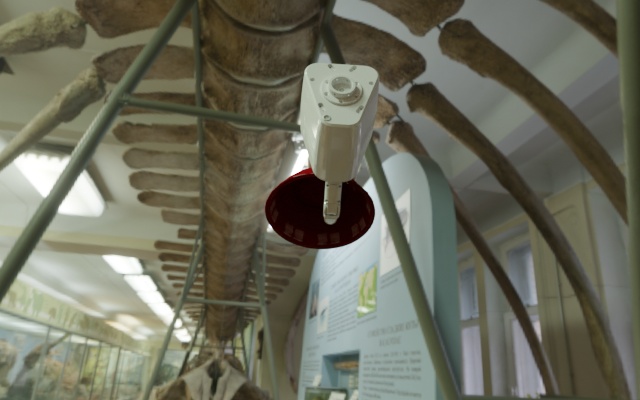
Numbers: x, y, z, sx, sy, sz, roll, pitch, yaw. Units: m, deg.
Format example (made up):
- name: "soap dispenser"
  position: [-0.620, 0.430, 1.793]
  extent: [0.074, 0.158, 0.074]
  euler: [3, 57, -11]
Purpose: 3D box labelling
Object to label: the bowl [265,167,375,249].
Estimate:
- name: "bowl"
  position: [0.000, 0.003, 0.718]
  extent: [0.162, 0.162, 0.055]
  euler: [1, 44, 1]
